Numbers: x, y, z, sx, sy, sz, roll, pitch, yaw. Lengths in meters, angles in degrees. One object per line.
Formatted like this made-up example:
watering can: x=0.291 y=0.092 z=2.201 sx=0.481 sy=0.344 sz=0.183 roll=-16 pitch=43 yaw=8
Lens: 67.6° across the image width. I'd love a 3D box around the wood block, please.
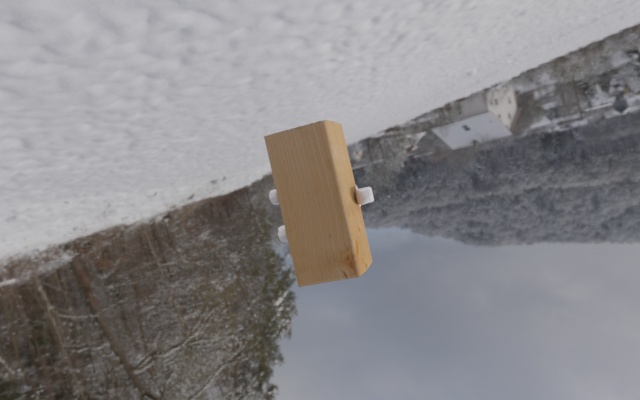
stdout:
wood block: x=0.001 y=0.002 z=0.660 sx=0.091 sy=0.206 sz=0.090 roll=-13 pitch=2 yaw=18
